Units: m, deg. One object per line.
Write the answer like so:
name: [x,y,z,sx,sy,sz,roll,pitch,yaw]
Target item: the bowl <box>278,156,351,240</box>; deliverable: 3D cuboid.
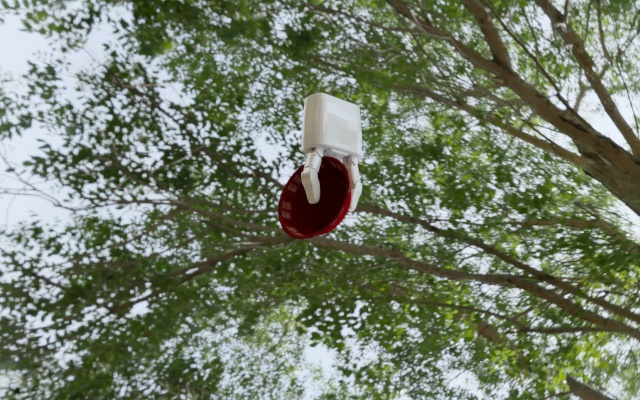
bowl: [0.000,0.004,0.869,0.162,0.162,0.055,0,-23,41]
